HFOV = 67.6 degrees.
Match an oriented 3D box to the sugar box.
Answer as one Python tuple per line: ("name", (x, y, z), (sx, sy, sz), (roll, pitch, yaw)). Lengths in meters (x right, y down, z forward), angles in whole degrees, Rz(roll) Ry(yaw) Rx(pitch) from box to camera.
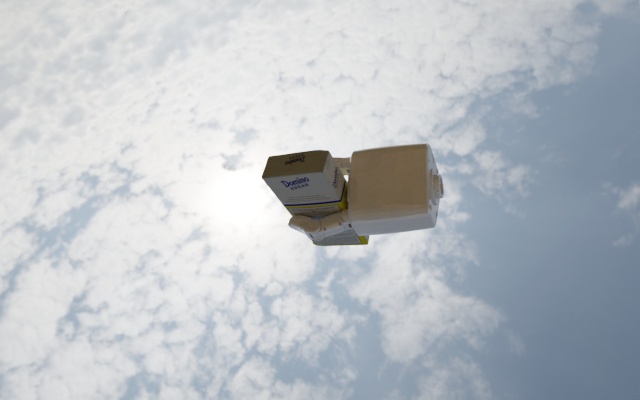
("sugar box", (0.000, 0.002, 0.675), (0.093, 0.048, 0.176), (-4, -39, 25))
